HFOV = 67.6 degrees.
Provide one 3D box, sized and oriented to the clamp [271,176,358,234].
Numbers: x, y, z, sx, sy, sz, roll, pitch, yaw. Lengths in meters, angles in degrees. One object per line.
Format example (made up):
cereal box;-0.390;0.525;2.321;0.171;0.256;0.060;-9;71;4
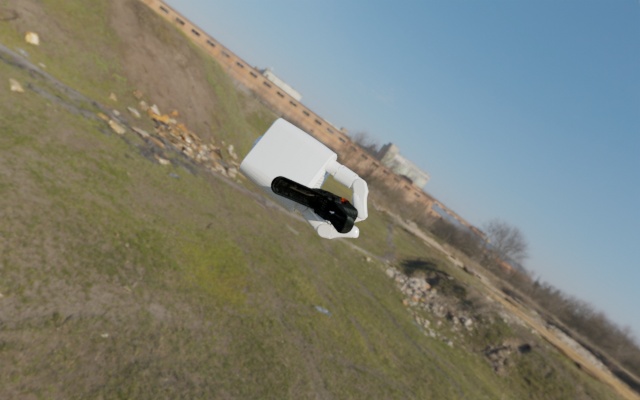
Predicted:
clamp;0.001;0.002;0.664;0.120;0.039;0.171;36;5;7
